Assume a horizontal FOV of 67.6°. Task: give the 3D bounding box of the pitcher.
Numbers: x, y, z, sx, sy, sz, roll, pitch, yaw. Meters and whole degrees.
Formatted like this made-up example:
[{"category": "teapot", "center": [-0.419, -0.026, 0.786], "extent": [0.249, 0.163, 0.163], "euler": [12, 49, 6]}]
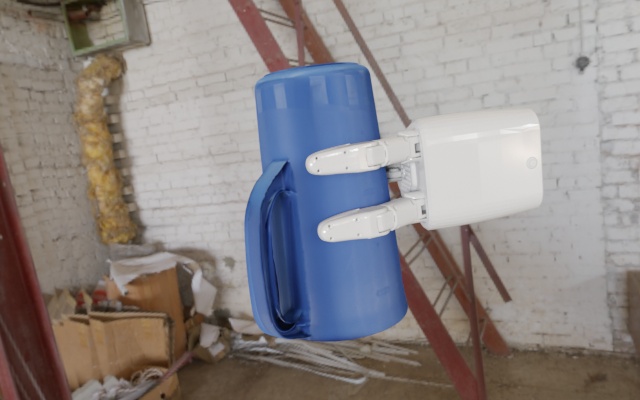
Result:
[{"category": "pitcher", "center": [0.000, 0.001, 0.450], "extent": [0.145, 0.243, 0.149], "euler": [-8, 10, -3]}]
